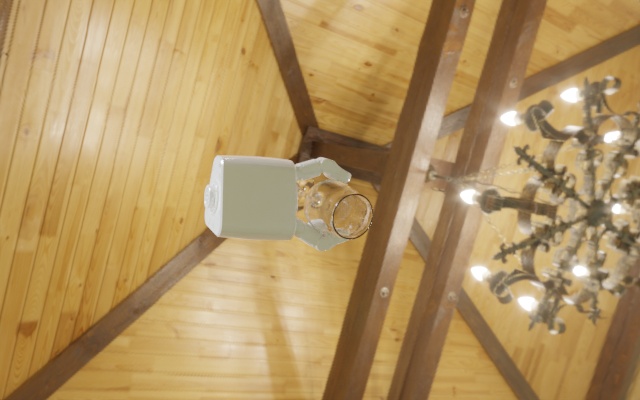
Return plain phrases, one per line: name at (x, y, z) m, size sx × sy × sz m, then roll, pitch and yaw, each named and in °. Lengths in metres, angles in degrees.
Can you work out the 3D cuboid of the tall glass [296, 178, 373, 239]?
tall glass at (0.000, 0.002, 0.709) m, size 0.079 × 0.079 × 0.201 m, roll 0°, pitch 11°, yaw -26°
